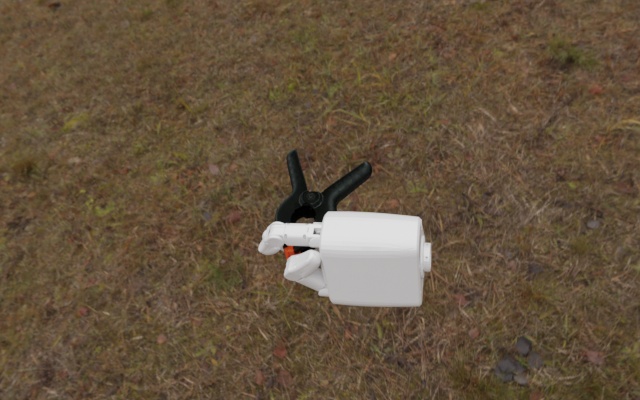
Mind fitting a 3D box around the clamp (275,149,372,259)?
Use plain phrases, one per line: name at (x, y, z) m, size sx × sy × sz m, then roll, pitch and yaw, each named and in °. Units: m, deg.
clamp at (0.000, 0.002, 0.614) m, size 0.120 × 0.171 × 0.039 m, roll 1°, pitch -35°, yaw 15°
